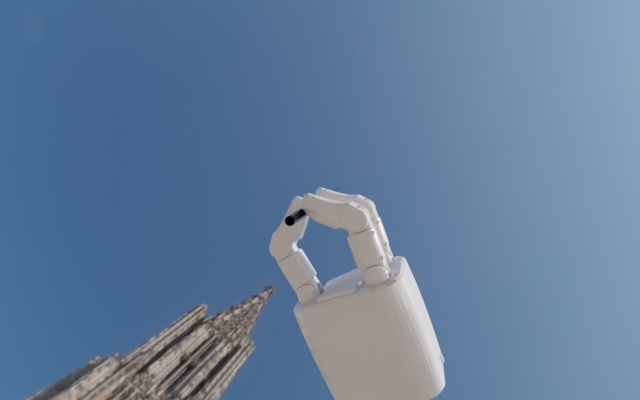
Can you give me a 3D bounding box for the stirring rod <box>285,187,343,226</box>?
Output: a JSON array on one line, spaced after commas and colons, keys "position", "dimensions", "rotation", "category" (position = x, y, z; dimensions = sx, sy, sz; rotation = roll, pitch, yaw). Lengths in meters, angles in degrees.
[{"position": [0.000, 0.002, 0.486], "dimensions": [0.011, 0.011, 0.239], "rotation": [0, 7, 12], "category": "stirring rod"}]
